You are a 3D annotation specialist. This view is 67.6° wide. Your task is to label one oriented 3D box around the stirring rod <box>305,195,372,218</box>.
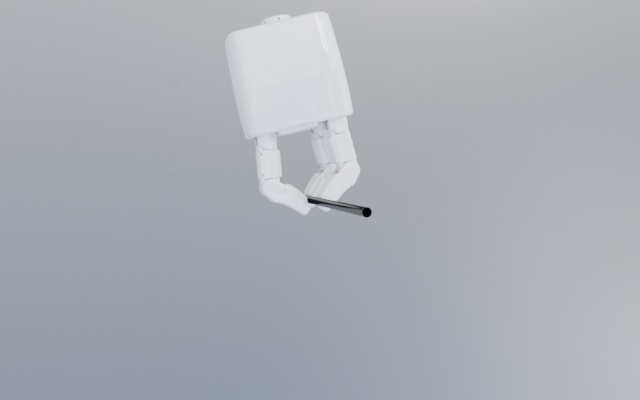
[{"bbox_3d":[0.000,0.002,0.480,0.011,0.011,0.239,0,4,-17],"label":"stirring rod"}]
